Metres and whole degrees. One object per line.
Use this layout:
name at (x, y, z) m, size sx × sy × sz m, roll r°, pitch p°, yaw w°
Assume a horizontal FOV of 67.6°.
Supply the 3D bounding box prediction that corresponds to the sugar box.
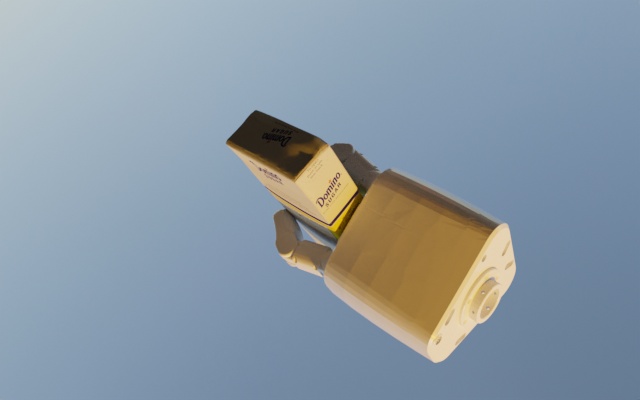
sugar box at (0.001, 0.001, 0.426) m, size 0.093 × 0.048 × 0.176 m, roll 30°, pitch -17°, yaw 39°
